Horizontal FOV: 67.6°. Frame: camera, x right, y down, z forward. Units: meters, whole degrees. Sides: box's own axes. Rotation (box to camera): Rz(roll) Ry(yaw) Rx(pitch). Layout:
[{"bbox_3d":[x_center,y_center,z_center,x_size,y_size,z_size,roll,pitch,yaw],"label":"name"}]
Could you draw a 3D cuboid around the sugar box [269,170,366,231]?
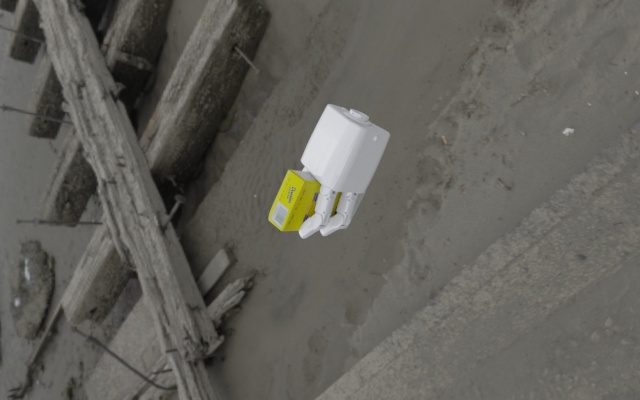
[{"bbox_3d":[0.000,0.003,0.807,0.176,0.093,0.048,3,29,-49],"label":"sugar box"}]
